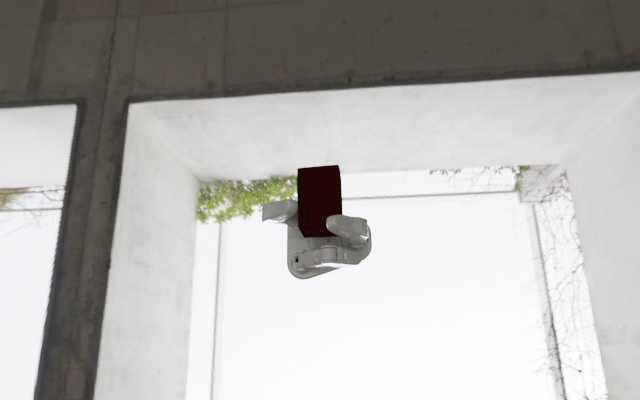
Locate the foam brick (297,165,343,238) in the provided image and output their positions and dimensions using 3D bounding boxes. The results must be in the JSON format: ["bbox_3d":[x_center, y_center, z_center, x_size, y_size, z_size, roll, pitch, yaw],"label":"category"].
[{"bbox_3d":[0.000,0.002,0.590,0.053,0.078,0.051,-3,-17,6],"label":"foam brick"}]
